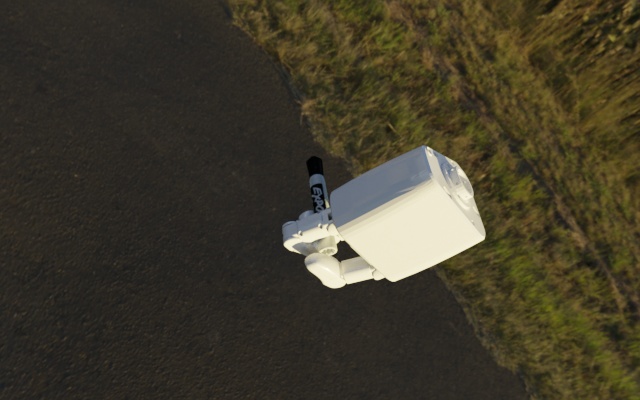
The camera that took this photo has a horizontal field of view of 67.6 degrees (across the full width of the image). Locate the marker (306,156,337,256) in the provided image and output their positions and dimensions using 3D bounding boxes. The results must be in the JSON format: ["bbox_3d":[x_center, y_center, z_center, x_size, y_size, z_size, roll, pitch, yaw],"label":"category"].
[{"bbox_3d":[0.000,0.002,0.513,0.020,0.121,0.020,-6,-33,-4],"label":"marker"}]
